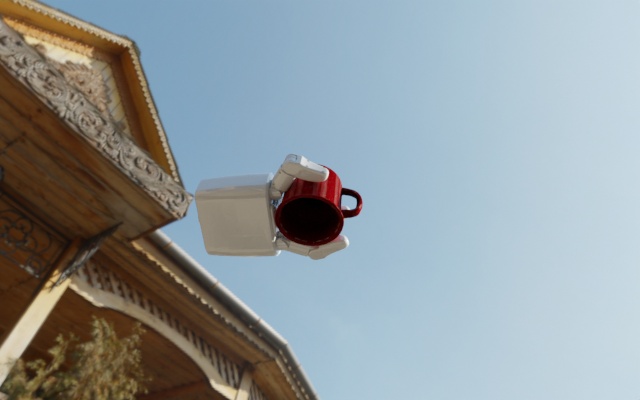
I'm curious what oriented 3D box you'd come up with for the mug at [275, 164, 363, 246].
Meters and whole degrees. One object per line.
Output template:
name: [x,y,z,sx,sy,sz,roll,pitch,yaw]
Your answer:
mug: [0.002,0.002,0.664,0.117,0.093,0.081,-2,40,8]
